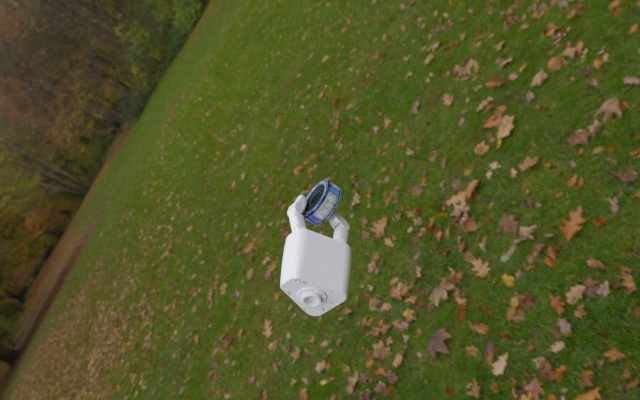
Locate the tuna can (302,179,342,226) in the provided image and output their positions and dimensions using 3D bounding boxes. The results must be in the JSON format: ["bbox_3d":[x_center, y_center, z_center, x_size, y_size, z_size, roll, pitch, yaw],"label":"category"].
[{"bbox_3d":[0.000,0.003,0.895,0.034,0.086,0.086,34,-13,-20],"label":"tuna can"}]
